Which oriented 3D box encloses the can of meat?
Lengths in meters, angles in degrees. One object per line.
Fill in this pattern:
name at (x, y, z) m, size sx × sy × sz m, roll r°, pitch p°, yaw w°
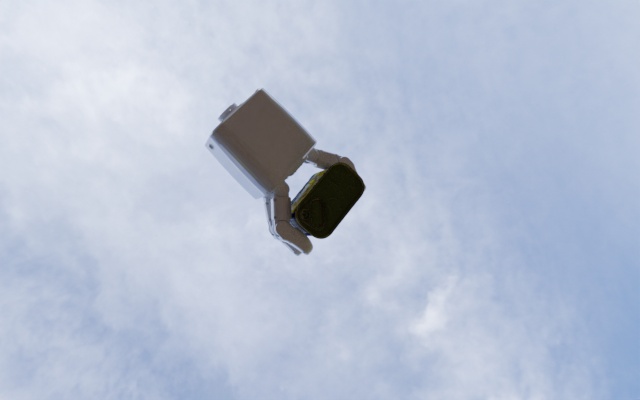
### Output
can of meat at (0.000, 0.002, 0.646) m, size 0.057 × 0.102 × 0.084 m, roll 42°, pitch -16°, yaw -12°
